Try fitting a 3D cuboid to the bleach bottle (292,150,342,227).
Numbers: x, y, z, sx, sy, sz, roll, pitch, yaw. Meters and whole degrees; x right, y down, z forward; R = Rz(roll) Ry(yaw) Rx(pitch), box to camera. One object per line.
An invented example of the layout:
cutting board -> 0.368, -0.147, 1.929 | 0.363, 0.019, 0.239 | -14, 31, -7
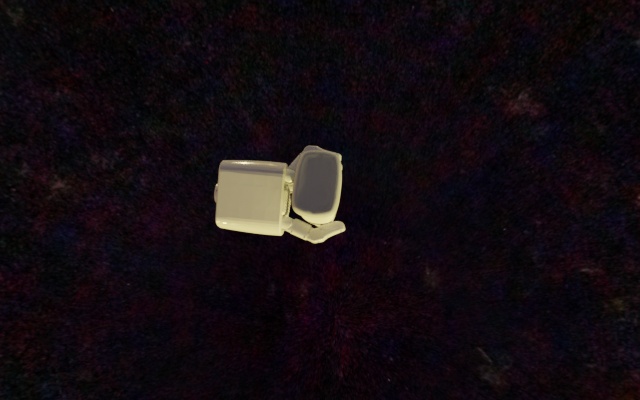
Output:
bleach bottle -> 0.000, 0.002, 0.791 | 0.068, 0.102, 0.251 | 7, -13, 4
